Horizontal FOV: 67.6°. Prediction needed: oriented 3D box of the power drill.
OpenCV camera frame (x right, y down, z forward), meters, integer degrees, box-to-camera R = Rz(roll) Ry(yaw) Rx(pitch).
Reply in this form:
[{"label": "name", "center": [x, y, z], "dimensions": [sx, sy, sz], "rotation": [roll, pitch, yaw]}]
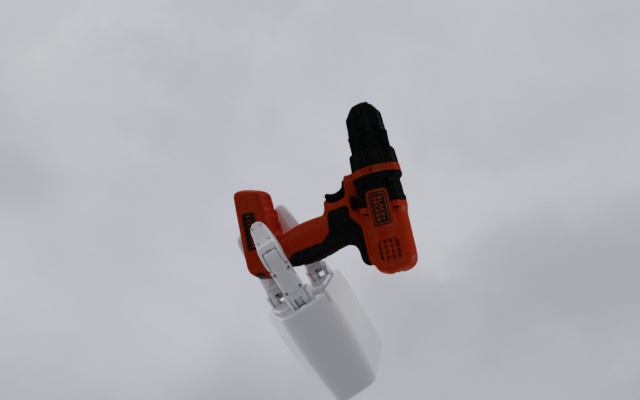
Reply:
[{"label": "power drill", "center": [0.000, 0.002, 0.523], "dimensions": [0.187, 0.184, 0.057], "rotation": [-16, -12, 20]}]
